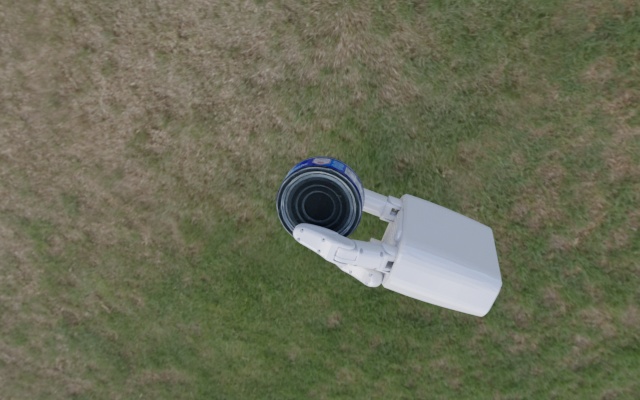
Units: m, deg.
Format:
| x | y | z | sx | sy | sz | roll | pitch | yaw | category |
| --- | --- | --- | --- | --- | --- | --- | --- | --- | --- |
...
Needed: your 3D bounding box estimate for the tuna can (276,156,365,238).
| x | y | z | sx | sy | sz | roll | pitch | yaw | category |
| --- | --- | --- | --- | --- | --- | --- | --- | --- | --- |
| 0.000 | 0.002 | 0.473 | 0.086 | 0.086 | 0.033 | 0 | 20 | 9 | tuna can |
